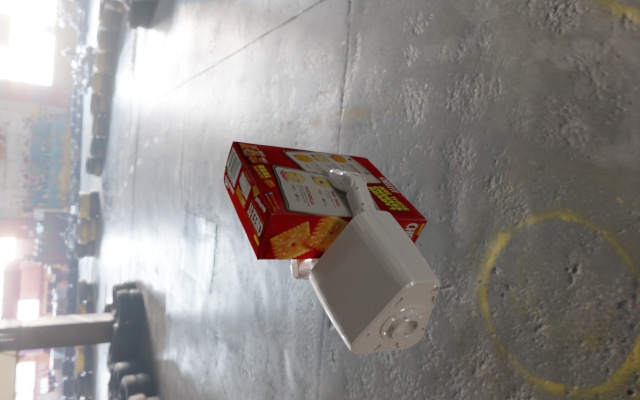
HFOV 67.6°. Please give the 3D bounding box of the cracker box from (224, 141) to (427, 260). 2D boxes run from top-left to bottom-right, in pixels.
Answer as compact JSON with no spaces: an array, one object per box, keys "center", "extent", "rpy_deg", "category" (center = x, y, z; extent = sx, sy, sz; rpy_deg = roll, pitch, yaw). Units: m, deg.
[{"center":[0.000,0.002,0.610],"extent":[0.214,0.072,0.164],"rpy_deg":[4,32,-31],"category":"cracker box"}]
